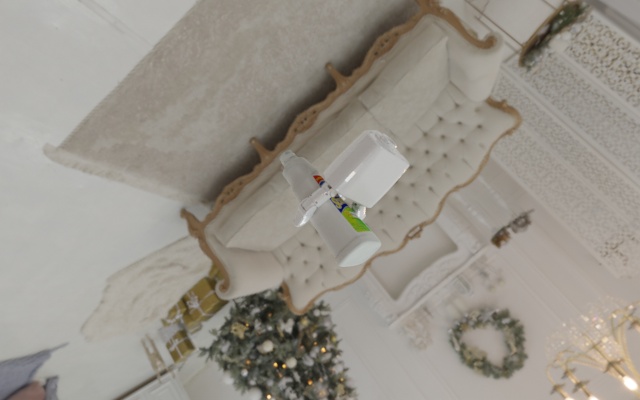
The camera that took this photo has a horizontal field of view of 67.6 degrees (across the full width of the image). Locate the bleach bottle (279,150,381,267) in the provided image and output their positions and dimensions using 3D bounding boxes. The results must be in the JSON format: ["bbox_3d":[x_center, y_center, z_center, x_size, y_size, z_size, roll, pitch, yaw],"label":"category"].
[{"bbox_3d":[0.000,0.003,0.862,0.068,0.250,0.102,-47,-24,18],"label":"bleach bottle"}]
